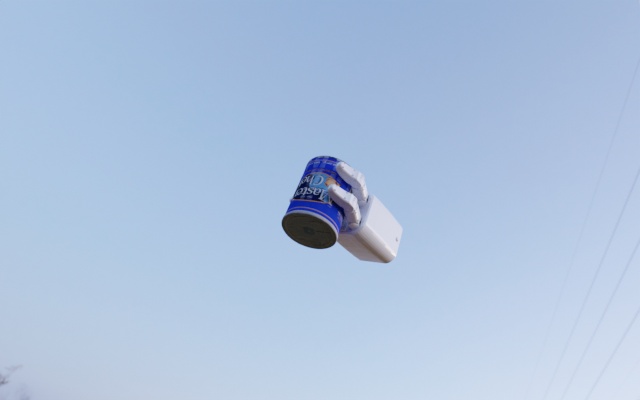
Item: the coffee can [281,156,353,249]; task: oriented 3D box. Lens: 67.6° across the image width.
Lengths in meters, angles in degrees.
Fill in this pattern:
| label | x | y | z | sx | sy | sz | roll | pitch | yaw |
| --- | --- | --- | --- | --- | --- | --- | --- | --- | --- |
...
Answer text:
| label | x | y | z | sx | sy | sz | roll | pitch | yaw |
| --- | --- | --- | --- | --- | --- | --- | --- | --- | --- |
| coffee can | 0.000 | 0.003 | 0.872 | 0.103 | 0.140 | 0.103 | 14 | -37 | 11 |
